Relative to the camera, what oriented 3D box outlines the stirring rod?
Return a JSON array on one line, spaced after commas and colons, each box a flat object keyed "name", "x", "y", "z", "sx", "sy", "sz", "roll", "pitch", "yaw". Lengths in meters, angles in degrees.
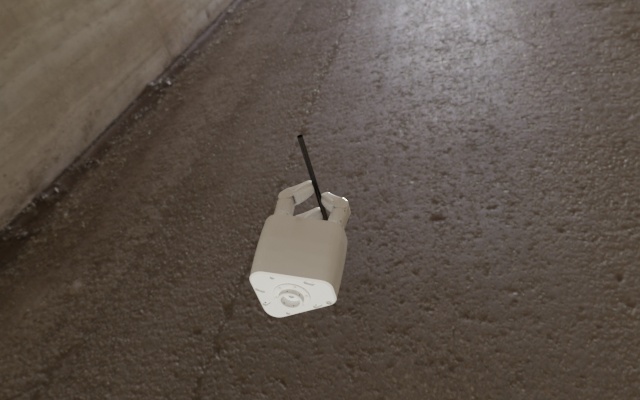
[{"name": "stirring rod", "x": 0.000, "y": 0.003, "z": 0.733, "sx": 0.011, "sy": 0.240, "sz": 0.011, "roll": -11, "pitch": 38, "yaw": 9}]
